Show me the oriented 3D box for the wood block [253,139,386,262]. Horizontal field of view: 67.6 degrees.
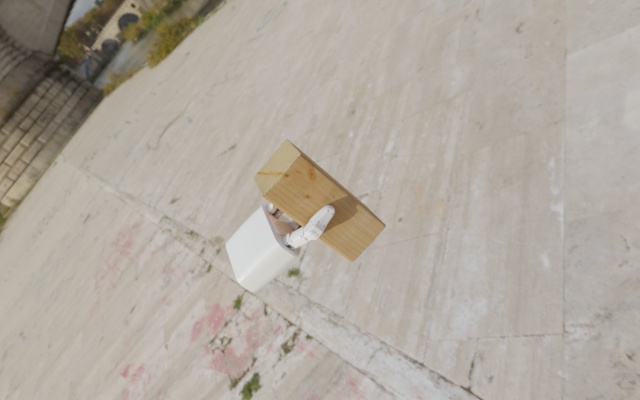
[{"bbox_3d":[0.000,0.003,0.802,0.206,0.090,0.090,38,7,-28],"label":"wood block"}]
